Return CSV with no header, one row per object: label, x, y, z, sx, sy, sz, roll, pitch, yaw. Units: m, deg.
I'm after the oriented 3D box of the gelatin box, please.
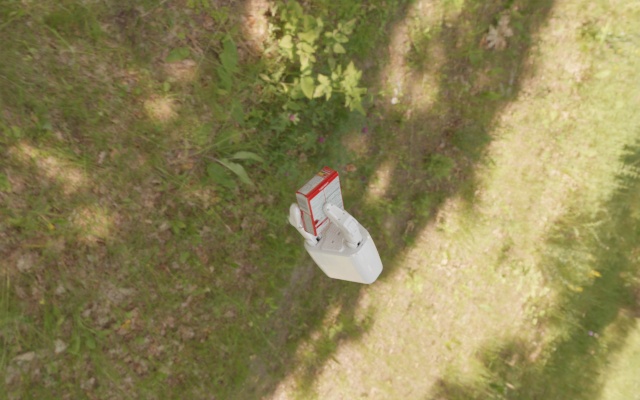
gelatin box,0.000,0.002,0.760,0.030,0.089,0.073,26,54,34
